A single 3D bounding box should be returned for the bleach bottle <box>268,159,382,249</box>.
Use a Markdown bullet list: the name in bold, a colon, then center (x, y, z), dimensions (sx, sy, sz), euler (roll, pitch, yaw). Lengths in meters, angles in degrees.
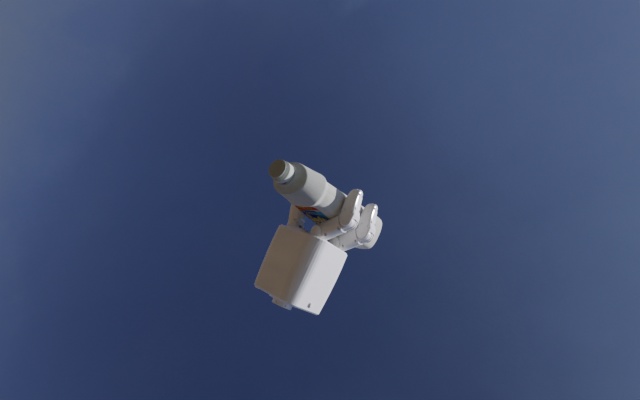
- **bleach bottle**: center (0.000, 0.002, 0.736), dimensions (0.102, 0.068, 0.251), euler (17, -12, 38)
